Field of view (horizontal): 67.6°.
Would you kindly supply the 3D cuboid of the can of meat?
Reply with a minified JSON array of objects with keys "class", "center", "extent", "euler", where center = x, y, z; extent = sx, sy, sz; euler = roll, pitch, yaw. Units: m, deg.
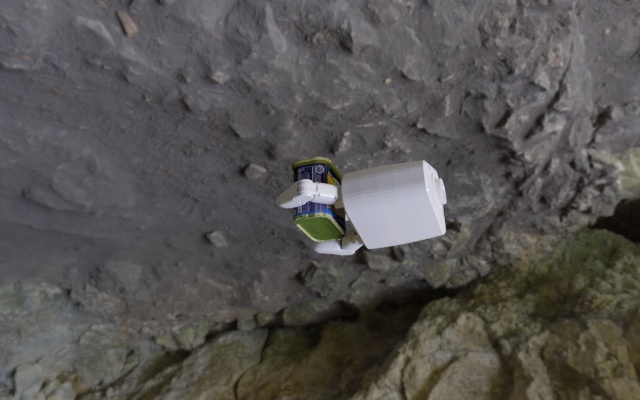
[{"class":"can of meat","center":[0.000,0.002,0.655],"extent":[0.057,0.084,0.102],"euler":[-10,-26,18]}]
